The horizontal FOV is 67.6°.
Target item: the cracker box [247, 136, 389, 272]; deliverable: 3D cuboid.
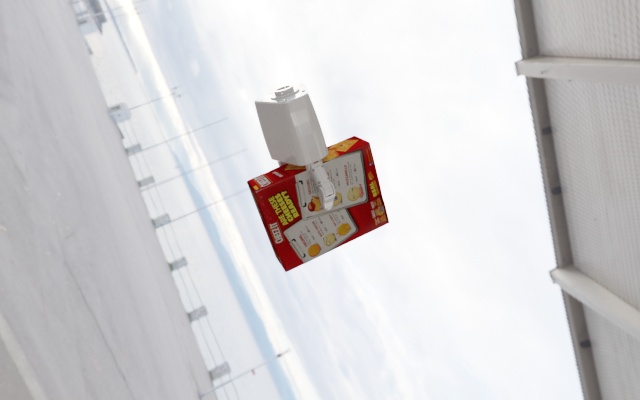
[{"bbox_3d":[0.000,0.003,0.839,0.213,0.164,0.072,-24,26,-14],"label":"cracker box"}]
